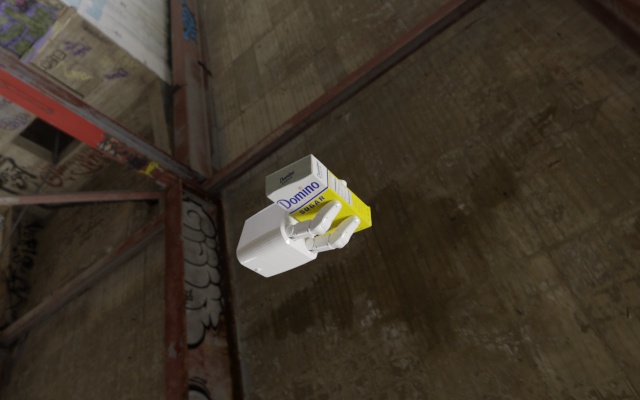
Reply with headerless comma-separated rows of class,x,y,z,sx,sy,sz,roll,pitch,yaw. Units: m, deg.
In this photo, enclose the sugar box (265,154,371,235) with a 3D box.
sugar box,0.000,0.003,0.782,0.093,0.048,0.176,-24,-39,27
